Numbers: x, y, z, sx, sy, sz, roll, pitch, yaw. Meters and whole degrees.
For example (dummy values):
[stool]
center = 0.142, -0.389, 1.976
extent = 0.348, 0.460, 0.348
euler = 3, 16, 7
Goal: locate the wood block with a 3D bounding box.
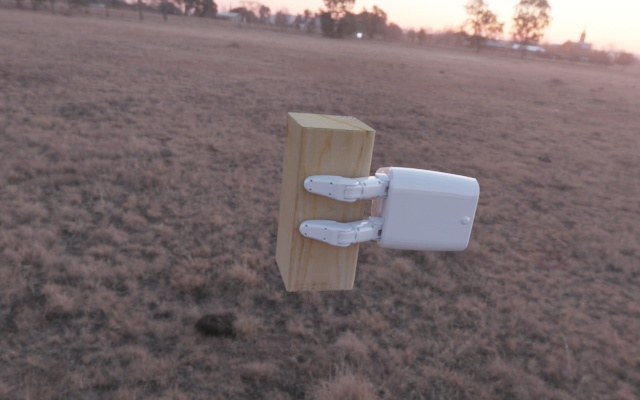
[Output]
[wood block]
center = 0.000, 0.002, 0.603
extent = 0.090, 0.206, 0.090
euler = 1, 20, -15
